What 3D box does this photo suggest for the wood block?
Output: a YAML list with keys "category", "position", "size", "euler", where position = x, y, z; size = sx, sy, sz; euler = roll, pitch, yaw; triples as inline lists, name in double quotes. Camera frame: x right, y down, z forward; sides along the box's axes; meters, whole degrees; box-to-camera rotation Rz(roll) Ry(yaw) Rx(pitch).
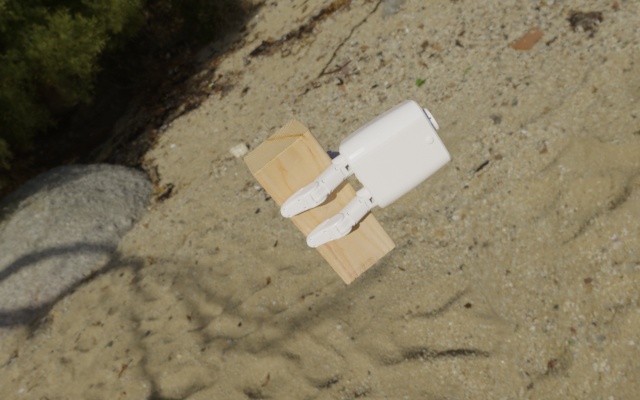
- category: "wood block"
  position: [0.000, 0.002, 0.648]
  size: [0.090, 0.206, 0.090]
  euler: [-39, 24, 0]
